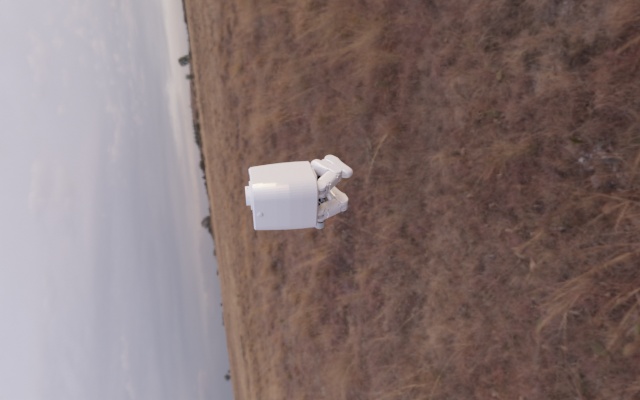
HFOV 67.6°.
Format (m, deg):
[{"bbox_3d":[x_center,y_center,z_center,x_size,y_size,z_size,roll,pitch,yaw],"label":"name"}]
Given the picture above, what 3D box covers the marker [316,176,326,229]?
[{"bbox_3d":[0.000,0.003,0.871,0.020,0.121,0.020,2,41,-1],"label":"marker"}]
